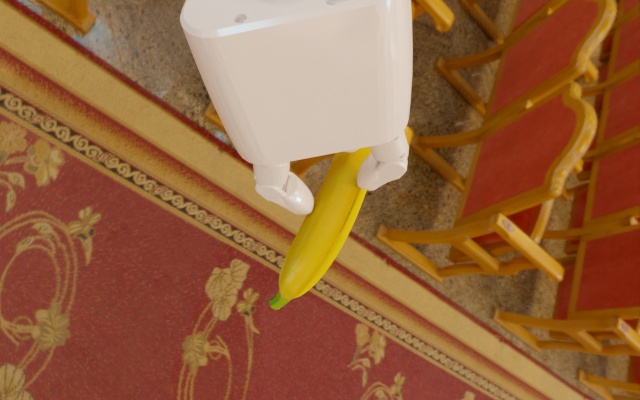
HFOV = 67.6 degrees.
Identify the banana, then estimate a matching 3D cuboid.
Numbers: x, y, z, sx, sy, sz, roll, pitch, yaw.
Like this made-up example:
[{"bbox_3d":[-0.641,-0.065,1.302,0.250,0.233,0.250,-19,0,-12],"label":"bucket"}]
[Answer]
[{"bbox_3d":[0.008,0.004,0.417,0.037,0.197,0.069,35,-18,-24],"label":"banana"}]
